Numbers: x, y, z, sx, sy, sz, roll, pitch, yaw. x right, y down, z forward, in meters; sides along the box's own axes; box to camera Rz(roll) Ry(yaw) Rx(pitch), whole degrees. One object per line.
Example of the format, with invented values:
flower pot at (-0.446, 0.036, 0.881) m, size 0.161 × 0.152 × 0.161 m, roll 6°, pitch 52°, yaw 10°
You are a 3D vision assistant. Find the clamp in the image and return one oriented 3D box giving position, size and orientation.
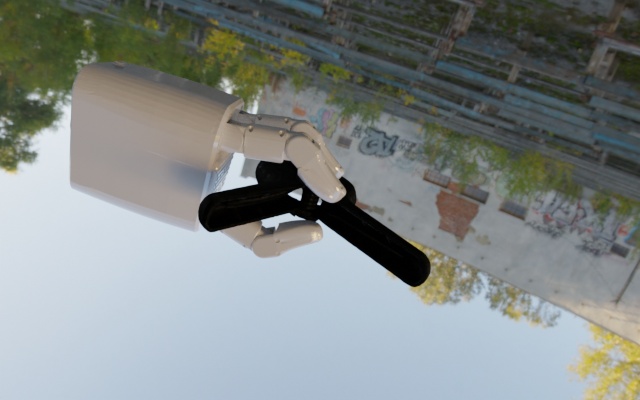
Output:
clamp at (0.000, 0.002, 0.404) m, size 0.164 × 0.036 × 0.210 m, roll 20°, pitch 18°, yaw -6°
